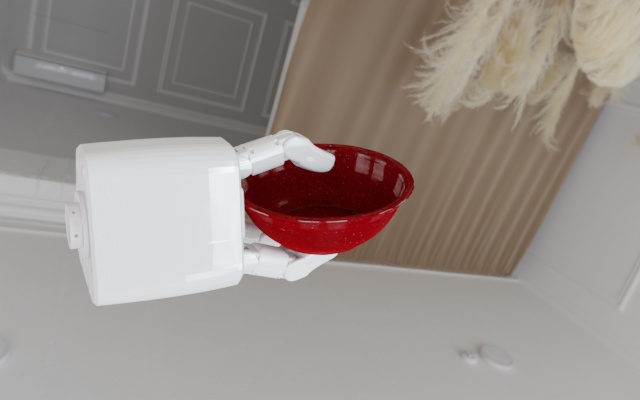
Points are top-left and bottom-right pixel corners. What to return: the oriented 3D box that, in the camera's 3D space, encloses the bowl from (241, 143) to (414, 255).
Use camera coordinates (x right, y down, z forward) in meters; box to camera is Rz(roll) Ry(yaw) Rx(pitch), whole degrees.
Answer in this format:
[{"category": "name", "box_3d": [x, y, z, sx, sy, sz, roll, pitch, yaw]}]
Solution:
[{"category": "bowl", "box_3d": [0.001, 0.002, 0.429, 0.162, 0.055, 0.162, 0, 27, 0]}]
